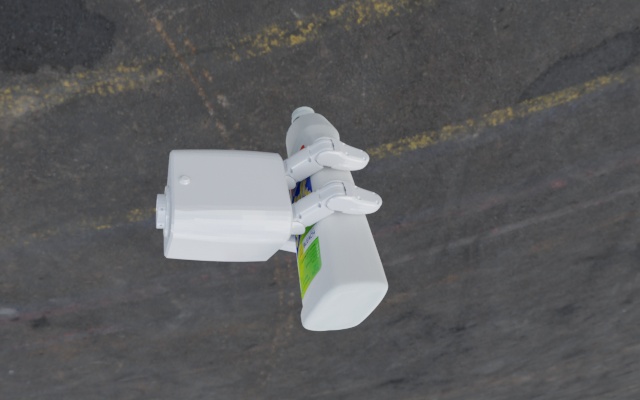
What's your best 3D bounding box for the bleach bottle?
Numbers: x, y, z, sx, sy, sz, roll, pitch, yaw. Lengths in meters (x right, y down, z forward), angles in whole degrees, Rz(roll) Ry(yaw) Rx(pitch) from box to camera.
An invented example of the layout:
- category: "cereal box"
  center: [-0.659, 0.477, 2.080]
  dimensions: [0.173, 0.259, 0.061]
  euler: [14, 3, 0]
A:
- category: "bleach bottle"
  center: [0.000, 0.002, 0.513]
  dimensions: [0.068, 0.250, 0.103]
  euler: [2, -38, -21]
